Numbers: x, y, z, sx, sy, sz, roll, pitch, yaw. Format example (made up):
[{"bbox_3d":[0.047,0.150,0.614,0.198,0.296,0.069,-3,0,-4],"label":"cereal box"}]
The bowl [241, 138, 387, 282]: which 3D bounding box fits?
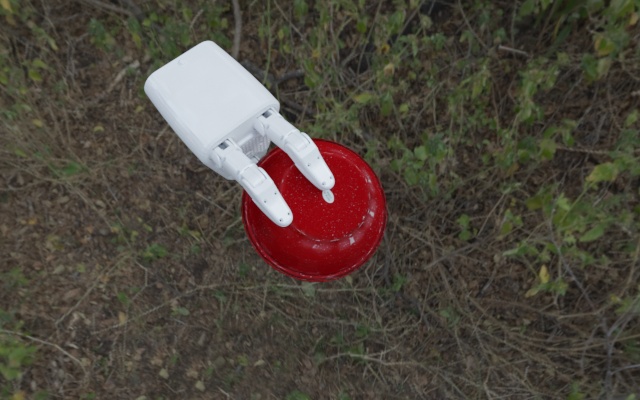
[{"bbox_3d":[0.001,0.002,0.497,0.162,0.162,0.055,0,-14,-12],"label":"bowl"}]
